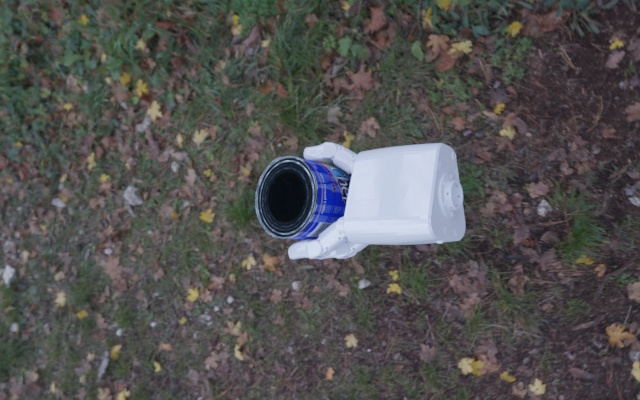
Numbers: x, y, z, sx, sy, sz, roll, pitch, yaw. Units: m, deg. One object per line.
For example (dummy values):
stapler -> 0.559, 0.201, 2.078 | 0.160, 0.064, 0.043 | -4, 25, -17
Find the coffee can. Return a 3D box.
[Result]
coffee can -> 0.000, 0.002, 0.629 | 0.103, 0.103, 0.140 | 0, -5, 39
